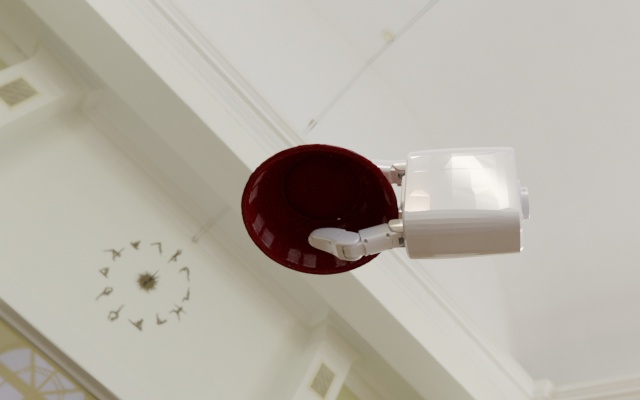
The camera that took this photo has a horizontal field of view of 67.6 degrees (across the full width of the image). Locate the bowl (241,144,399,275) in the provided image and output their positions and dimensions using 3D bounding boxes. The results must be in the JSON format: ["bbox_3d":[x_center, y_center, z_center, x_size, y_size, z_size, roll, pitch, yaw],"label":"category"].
[{"bbox_3d":[-0.001,0.001,0.510,0.162,0.162,0.055,0,33,3],"label":"bowl"}]
